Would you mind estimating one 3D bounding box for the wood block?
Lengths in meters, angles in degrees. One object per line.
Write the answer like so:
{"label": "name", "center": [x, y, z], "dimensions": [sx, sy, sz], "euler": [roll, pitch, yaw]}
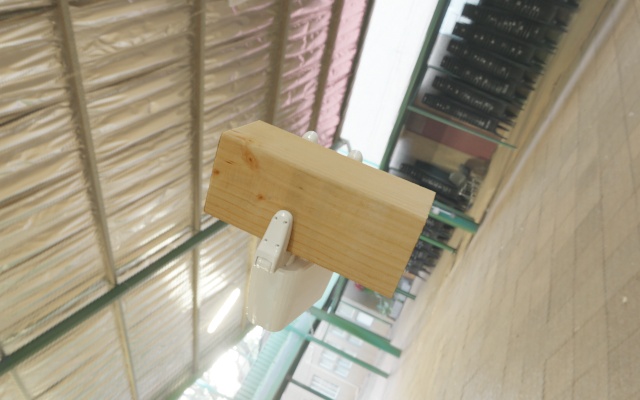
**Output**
{"label": "wood block", "center": [0.000, 0.002, 0.485], "dimensions": [0.206, 0.090, 0.090], "euler": [23, 24, 10]}
